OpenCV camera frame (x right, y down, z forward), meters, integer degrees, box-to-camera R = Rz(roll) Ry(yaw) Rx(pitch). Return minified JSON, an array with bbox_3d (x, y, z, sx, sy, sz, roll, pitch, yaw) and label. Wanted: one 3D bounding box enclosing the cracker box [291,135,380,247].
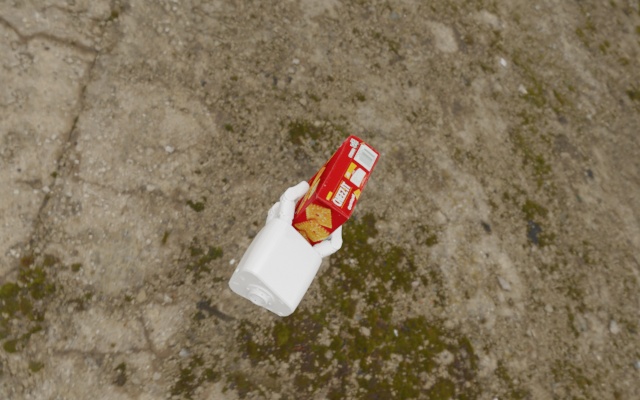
[{"bbox_3d":[0.000,0.003,0.851,0.072,0.164,0.214,36,-39,-8],"label":"cracker box"}]
